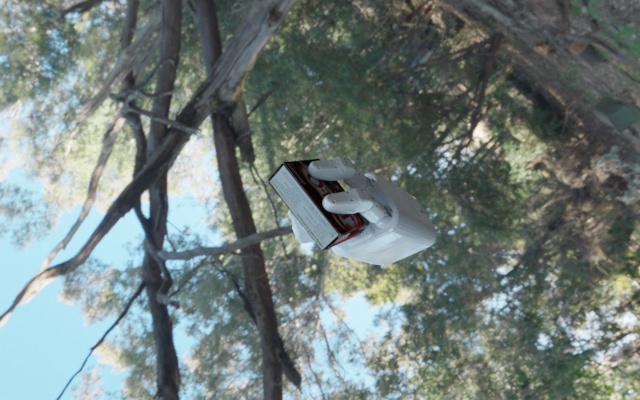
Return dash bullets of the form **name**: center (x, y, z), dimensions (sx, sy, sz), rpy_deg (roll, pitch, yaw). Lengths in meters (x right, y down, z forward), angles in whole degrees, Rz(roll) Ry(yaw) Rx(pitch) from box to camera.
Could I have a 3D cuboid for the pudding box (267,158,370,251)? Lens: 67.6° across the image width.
- **pudding box**: center (0.000, 0.002, 0.586), dimensions (0.039, 0.113, 0.090), rpy_deg (-47, -14, 24)
